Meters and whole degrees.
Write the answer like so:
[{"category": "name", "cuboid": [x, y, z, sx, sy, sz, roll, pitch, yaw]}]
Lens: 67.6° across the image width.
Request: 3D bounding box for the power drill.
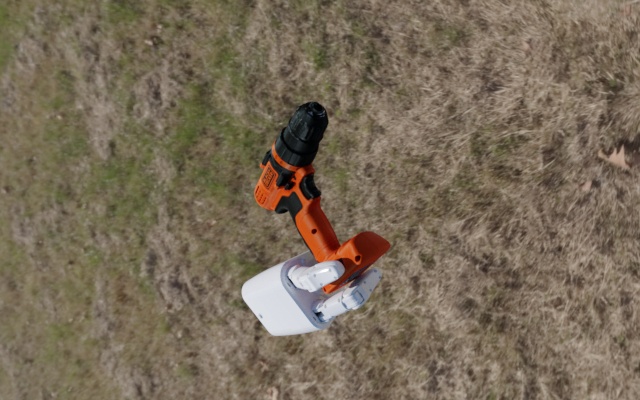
[{"category": "power drill", "cuboid": [0.000, 0.002, 0.566, 0.057, 0.187, 0.184, -21, -22, -34]}]
